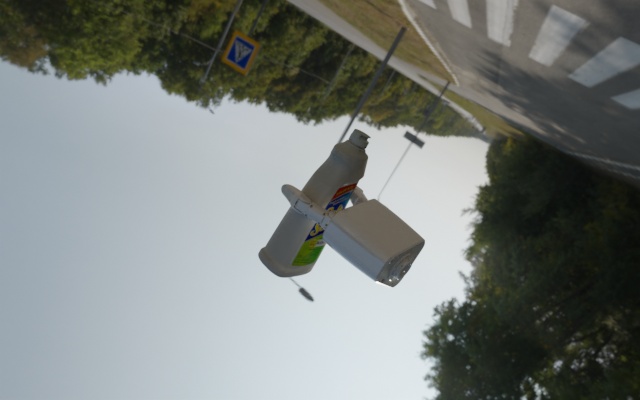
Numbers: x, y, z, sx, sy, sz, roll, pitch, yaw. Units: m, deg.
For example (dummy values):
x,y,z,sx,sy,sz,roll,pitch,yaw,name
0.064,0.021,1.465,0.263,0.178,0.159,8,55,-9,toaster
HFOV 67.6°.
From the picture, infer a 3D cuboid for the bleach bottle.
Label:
x,y,z,sx,sy,sz,roll,pitch,yaw,name
0.000,0.002,0.750,0.068,0.251,0.102,40,21,29,bleach bottle
